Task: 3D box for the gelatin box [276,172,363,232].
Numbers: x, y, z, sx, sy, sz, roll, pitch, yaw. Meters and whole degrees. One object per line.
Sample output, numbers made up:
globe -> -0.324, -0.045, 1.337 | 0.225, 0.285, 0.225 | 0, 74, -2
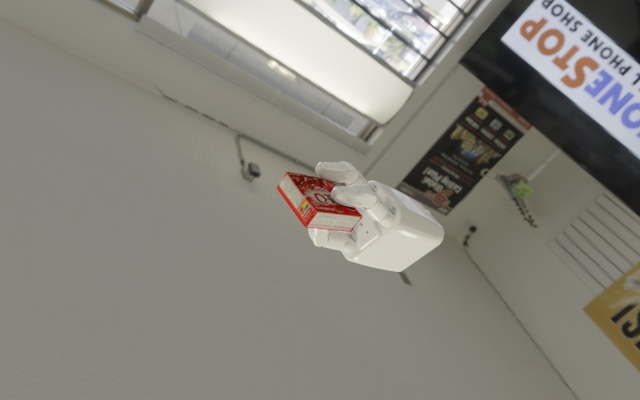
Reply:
gelatin box -> 0.000, 0.002, 0.591 | 0.089, 0.030, 0.073 | 8, 36, -47
